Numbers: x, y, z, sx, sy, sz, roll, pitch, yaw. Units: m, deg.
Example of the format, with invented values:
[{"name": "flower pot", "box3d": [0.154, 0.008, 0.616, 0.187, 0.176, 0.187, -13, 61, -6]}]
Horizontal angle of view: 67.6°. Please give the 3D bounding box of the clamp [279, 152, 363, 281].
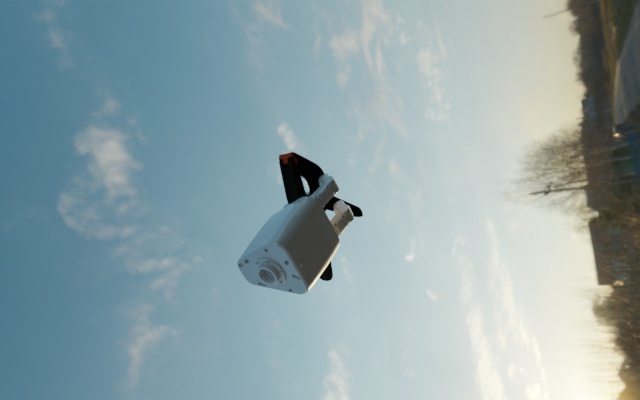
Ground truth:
[{"name": "clamp", "box3d": [-0.001, 0.002, 0.785, 0.036, 0.210, 0.164, -9, 29, 36]}]
